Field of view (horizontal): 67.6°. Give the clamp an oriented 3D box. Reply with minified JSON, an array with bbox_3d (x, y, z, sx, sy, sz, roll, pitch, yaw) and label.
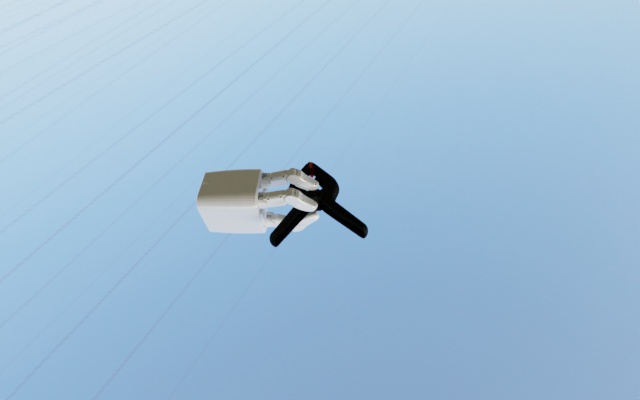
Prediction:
[{"bbox_3d":[0.000,0.003,0.860,0.164,0.036,0.209,0,41,3],"label":"clamp"}]
